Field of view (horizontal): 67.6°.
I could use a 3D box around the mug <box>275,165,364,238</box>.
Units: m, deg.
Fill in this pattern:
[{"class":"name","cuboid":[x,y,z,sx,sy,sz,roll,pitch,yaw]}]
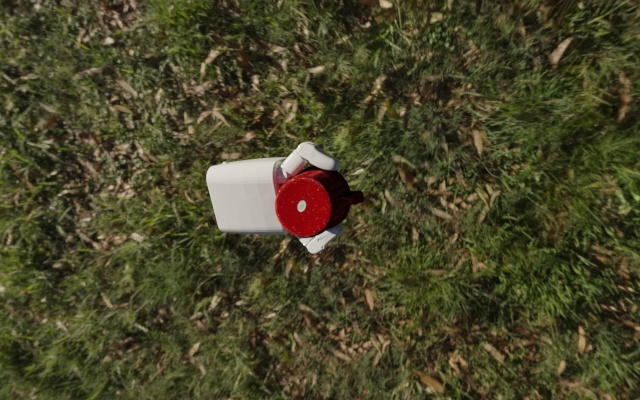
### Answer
[{"class":"mug","cuboid":[0.001,0.002,0.638,0.117,0.093,0.081,-3,9,16]}]
